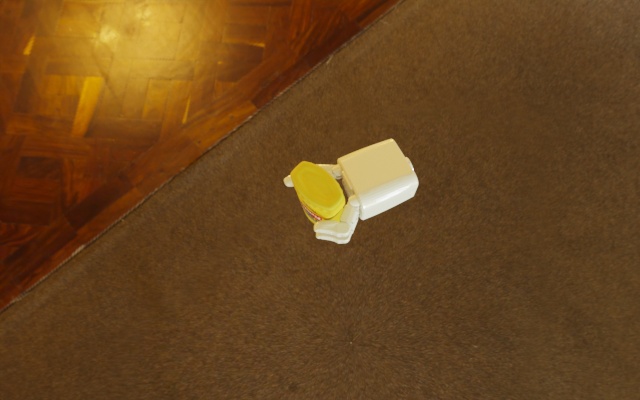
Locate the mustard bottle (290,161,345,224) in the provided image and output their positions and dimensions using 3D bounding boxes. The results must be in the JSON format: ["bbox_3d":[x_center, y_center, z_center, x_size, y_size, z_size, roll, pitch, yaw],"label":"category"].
[{"bbox_3d":[0.000,0.003,0.833,0.096,0.058,0.192,41,-10,14],"label":"mustard bottle"}]
